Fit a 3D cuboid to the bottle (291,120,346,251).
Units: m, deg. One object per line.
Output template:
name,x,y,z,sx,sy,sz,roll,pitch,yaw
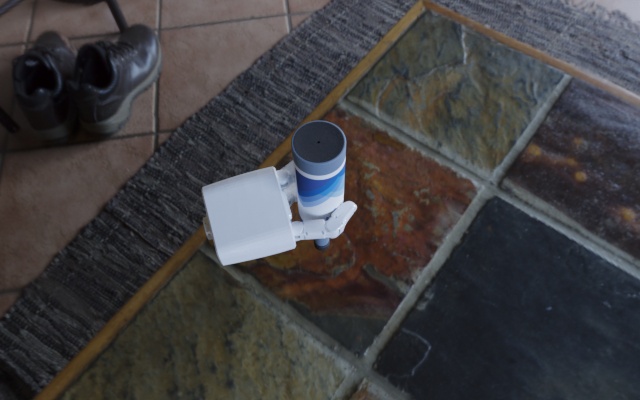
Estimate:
bottle,0.000,0.002,0.701,0.069,0.069,0.296,0,-30,1
